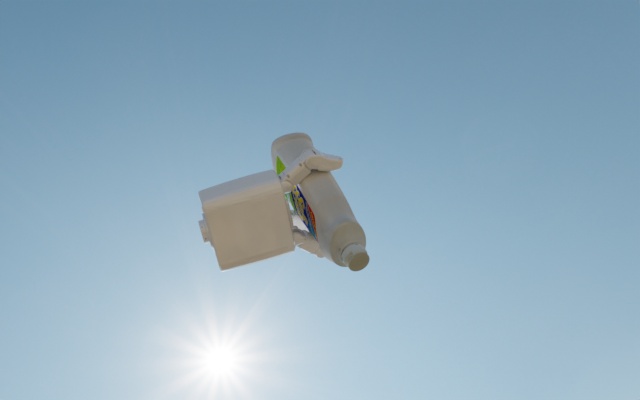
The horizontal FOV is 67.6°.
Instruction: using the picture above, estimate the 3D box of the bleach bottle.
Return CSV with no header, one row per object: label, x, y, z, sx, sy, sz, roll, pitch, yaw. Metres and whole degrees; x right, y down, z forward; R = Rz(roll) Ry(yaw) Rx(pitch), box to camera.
bleach bottle,0.000,0.002,0.659,0.068,0.103,0.250,-15,36,-16
